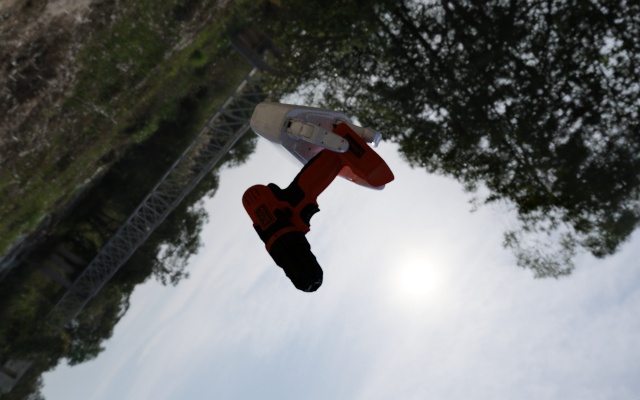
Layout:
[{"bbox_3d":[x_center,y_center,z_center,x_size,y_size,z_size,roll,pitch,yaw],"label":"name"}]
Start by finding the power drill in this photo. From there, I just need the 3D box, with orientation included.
[{"bbox_3d":[0.000,0.002,0.613,0.184,0.187,0.057,52,3,36],"label":"power drill"}]
